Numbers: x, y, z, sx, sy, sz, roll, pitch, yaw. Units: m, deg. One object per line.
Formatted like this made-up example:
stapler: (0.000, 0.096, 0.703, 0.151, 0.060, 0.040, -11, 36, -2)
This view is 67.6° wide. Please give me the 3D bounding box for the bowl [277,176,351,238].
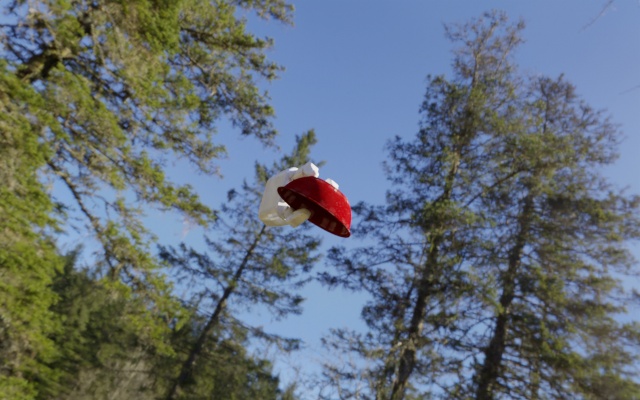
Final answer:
bowl: (0.001, 0.003, 0.889, 0.162, 0.055, 0.162, 32, -14, 9)
